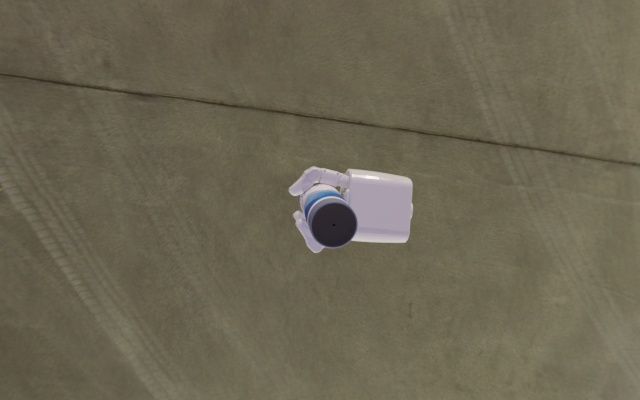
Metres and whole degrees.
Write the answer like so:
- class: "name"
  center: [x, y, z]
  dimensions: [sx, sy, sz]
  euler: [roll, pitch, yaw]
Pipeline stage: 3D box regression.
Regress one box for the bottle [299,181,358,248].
- class: "bottle"
  center: [0.000, 0.003, 0.791]
  dimensions: [0.069, 0.069, 0.295]
  euler: [0, 12, -7]
